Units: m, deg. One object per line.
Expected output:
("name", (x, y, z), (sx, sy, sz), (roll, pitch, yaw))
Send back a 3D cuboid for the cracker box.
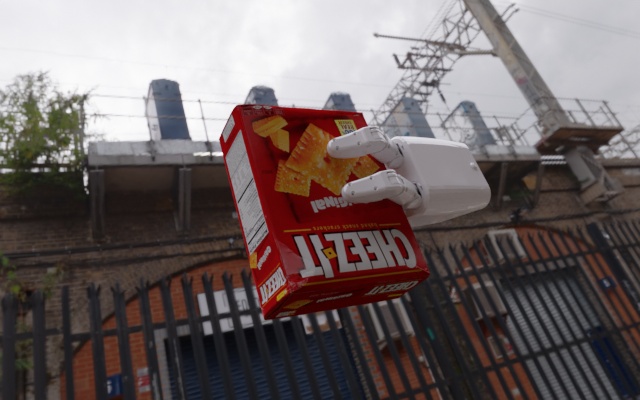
("cracker box", (0.000, 0.002, 0.502), (0.164, 0.213, 0.072), (-2, -31, -31))
